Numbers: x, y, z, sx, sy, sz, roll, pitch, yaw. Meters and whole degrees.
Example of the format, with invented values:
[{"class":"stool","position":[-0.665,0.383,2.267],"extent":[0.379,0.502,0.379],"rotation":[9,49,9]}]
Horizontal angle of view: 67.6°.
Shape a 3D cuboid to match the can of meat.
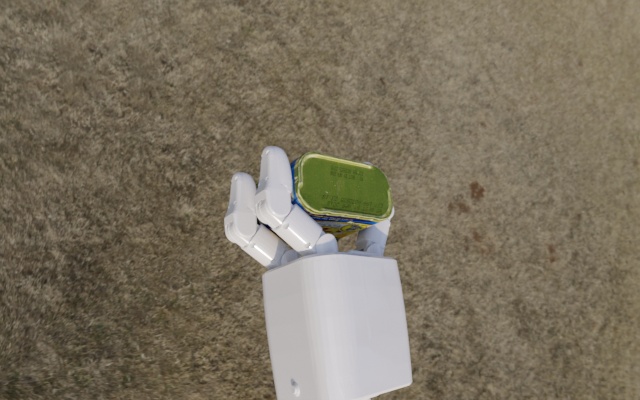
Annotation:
[{"class":"can of meat","position":[0.000,0.001,0.420],"extent":[0.102,0.057,0.084],"rotation":[8,-22,-33]}]
